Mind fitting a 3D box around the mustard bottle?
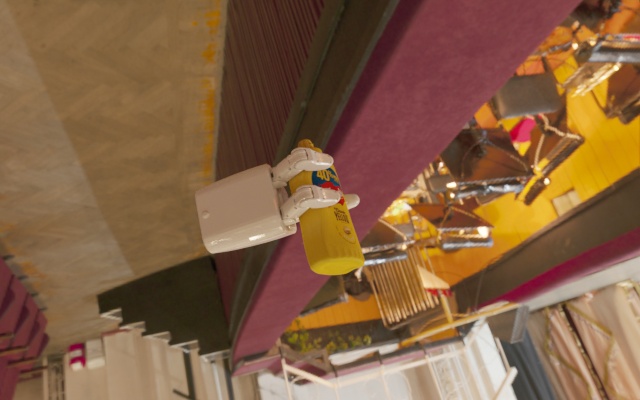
[{"bbox_3d":[0.000,0.002,0.648,0.058,0.191,0.096,-28,-25,27],"label":"mustard bottle"}]
